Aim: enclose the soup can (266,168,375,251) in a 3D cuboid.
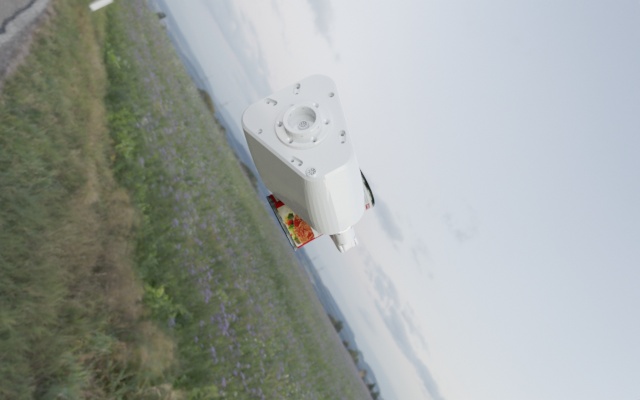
[{"bbox_3d":[0.000,0.002,0.530,0.102,0.068,0.068,-28,3,-7],"label":"soup can"}]
